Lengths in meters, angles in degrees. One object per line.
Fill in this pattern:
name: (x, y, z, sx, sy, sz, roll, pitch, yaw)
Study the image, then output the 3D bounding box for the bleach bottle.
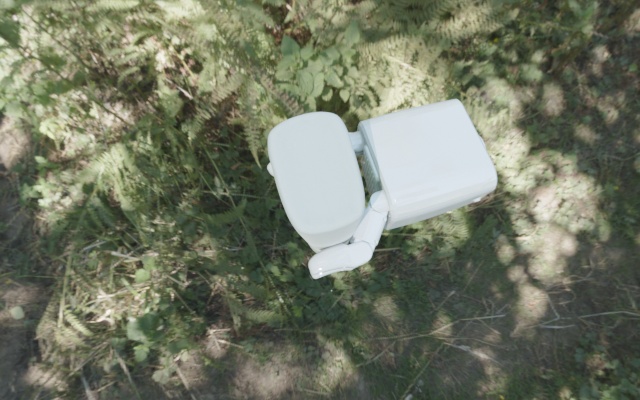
bleach bottle: (0.000, 0.002, 0.496, 0.068, 0.102, 0.251, -15, -11, -2)
